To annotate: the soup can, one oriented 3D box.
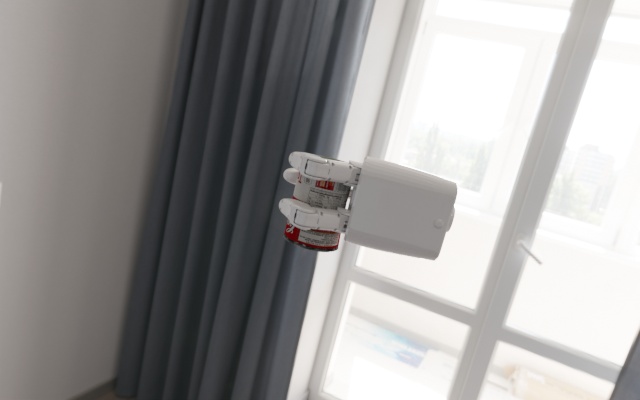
[{"bbox_3d":[0.000,0.001,0.567,0.068,0.102,0.068,13,11,-3],"label":"soup can"}]
